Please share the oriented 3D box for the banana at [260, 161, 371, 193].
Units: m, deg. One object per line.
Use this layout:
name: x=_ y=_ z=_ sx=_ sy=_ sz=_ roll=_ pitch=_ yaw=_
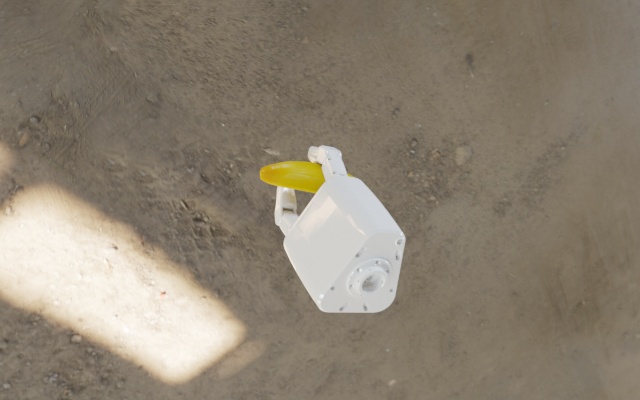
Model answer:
banana: x=0.015 y=-0.009 z=0.605 sx=0.198 sy=0.070 sz=0.037 roll=31 pitch=24 yaw=-40
